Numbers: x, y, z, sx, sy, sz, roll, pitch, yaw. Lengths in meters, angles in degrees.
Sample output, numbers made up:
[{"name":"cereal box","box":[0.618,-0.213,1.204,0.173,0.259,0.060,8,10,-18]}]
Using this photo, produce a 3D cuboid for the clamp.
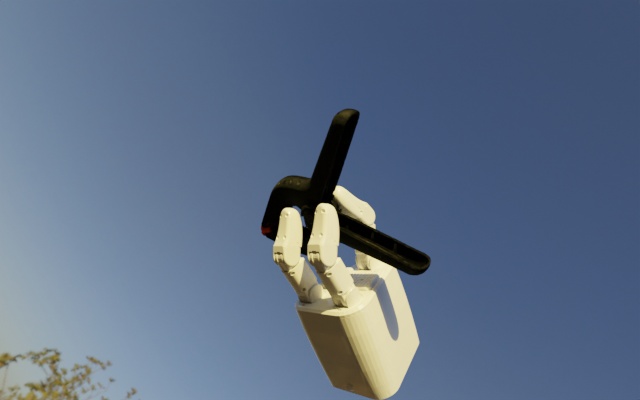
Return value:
[{"name":"clamp","box":[0.000,0.002,0.492,0.210,0.164,0.036,-8,19,48]}]
